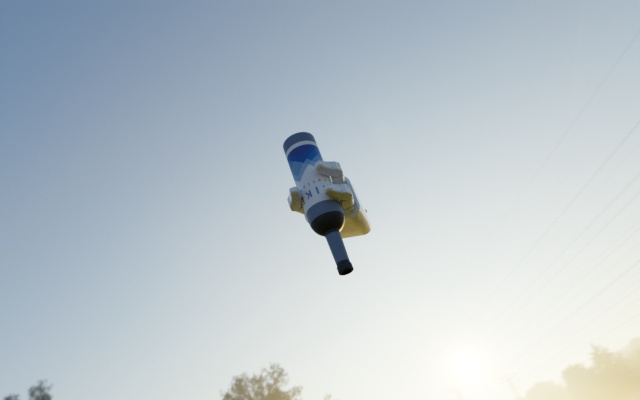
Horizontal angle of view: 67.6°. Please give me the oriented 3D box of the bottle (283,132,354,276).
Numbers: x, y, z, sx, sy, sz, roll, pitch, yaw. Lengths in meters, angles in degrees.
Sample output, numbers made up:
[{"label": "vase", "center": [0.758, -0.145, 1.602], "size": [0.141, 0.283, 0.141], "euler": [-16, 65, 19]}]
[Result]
[{"label": "bottle", "center": [0.000, 0.003, 0.881], "size": [0.069, 0.295, 0.069], "euler": [-15, -32, -9]}]
